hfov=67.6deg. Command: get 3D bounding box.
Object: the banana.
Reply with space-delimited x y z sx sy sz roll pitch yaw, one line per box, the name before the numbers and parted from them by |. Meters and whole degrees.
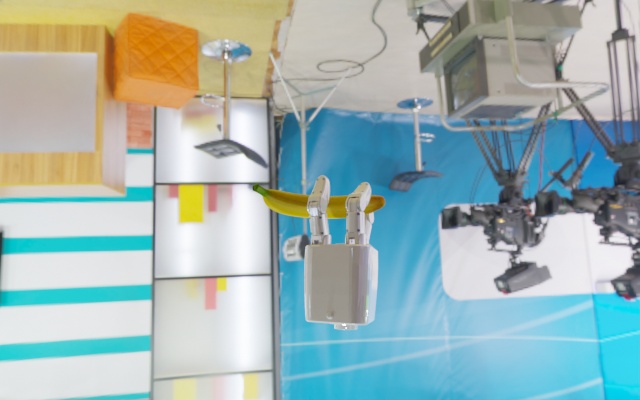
banana | -0.002 0.006 0.727 0.198 0.037 0.070 4 -13 6
